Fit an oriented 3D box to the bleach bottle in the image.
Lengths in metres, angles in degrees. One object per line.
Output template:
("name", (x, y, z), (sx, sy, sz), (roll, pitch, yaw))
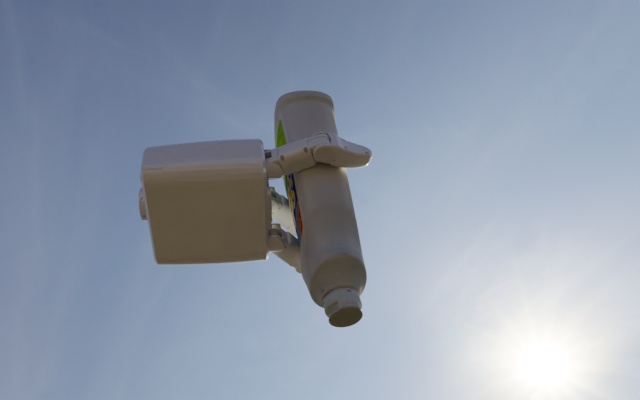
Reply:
("bleach bottle", (0.000, 0.002, 0.463), (0.068, 0.103, 0.250), (-4, 44, -10))
